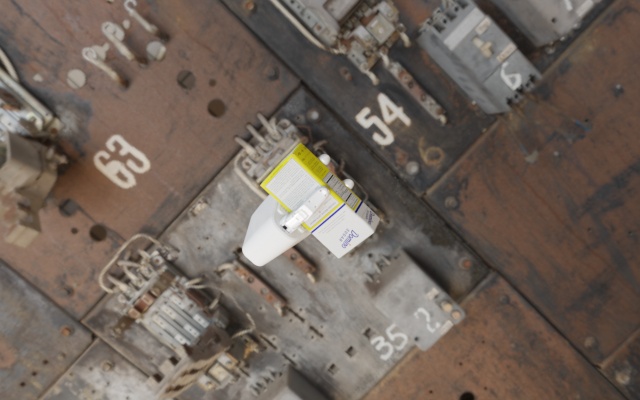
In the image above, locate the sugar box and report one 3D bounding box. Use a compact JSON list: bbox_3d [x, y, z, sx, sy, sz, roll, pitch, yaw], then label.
[{"bbox_3d":[0.000,0.002,0.758,0.093,0.176,0.048,-41,10,38],"label":"sugar box"}]
